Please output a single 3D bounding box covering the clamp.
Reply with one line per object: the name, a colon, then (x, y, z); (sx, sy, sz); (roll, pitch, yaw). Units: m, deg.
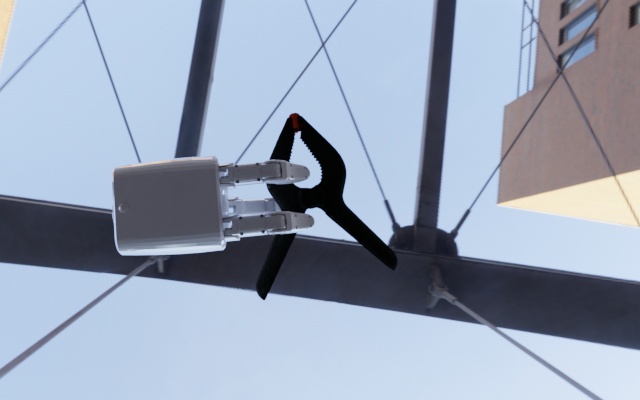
clamp: (0.000, 0.001, 0.556); (0.164, 0.210, 0.036); (-5, -6, -7)
